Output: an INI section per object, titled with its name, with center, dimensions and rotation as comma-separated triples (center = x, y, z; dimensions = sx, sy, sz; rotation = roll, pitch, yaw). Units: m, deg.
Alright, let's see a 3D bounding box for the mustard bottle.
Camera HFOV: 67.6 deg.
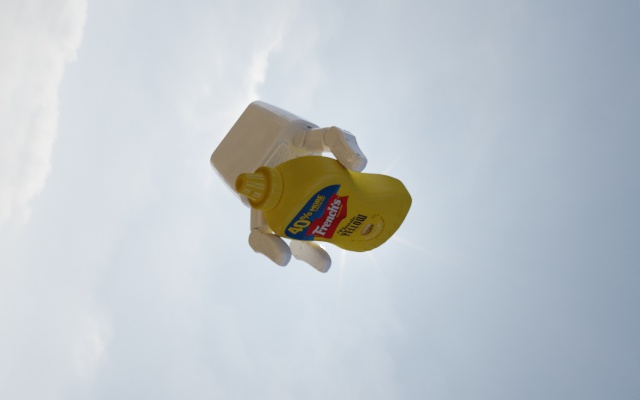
[mustard bottle]
center = 0.000, 0.002, 0.482
dimensions = 0.192, 0.058, 0.096
rotation = 14, -51, -39
